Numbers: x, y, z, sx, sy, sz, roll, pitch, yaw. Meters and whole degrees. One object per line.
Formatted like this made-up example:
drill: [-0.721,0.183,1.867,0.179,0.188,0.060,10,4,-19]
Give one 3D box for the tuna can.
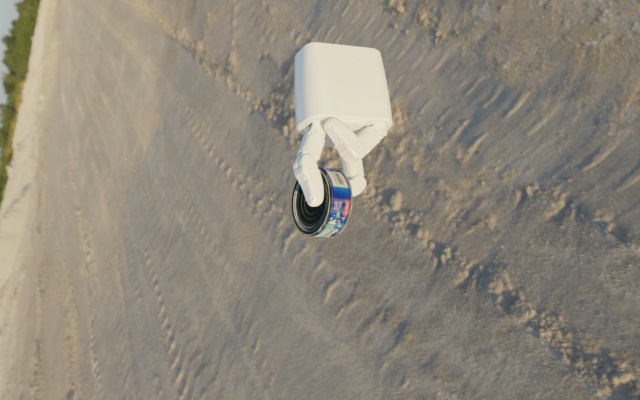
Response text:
tuna can: [0.000,0.002,0.580,0.034,0.086,0.086,5,-3,-35]
